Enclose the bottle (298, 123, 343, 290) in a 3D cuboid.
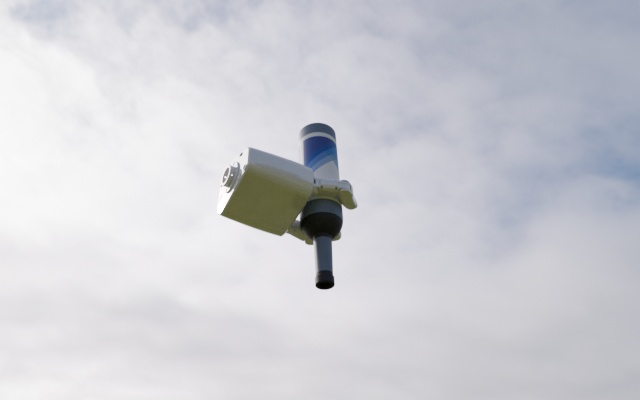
[{"bbox_3d":[0.000,0.002,0.754,0.069,0.295,0.069,-2,-38,-1],"label":"bottle"}]
